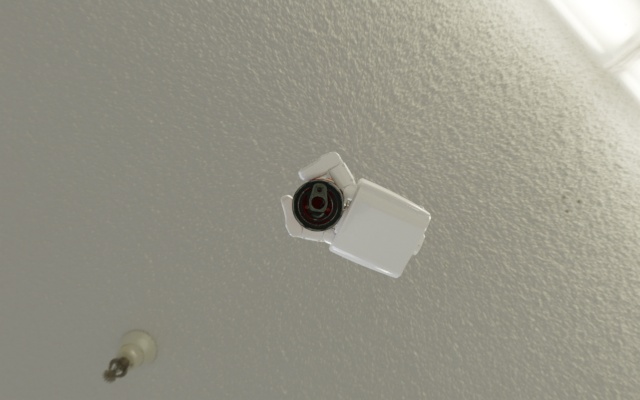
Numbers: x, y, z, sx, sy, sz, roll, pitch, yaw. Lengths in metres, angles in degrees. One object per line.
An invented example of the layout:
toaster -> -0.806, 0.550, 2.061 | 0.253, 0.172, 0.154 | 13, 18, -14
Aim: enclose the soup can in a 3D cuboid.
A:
soup can -> 0.000, 0.002, 0.665 | 0.068, 0.068, 0.102 | 0, 6, 4
